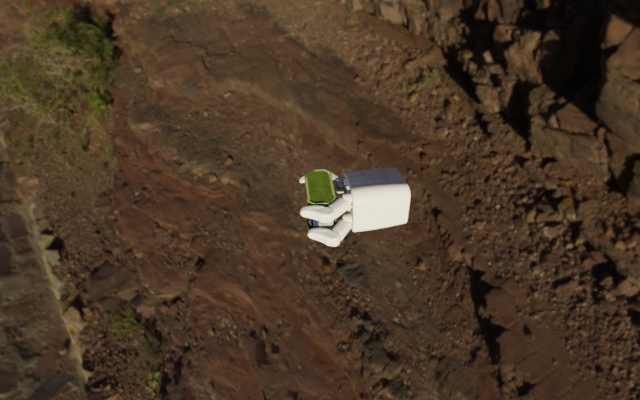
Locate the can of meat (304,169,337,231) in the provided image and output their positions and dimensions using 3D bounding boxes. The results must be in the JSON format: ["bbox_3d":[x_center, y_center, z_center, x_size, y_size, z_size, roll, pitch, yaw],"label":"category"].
[{"bbox_3d":[0.000,0.003,0.898,0.057,0.084,0.102,-6,44,-3],"label":"can of meat"}]
